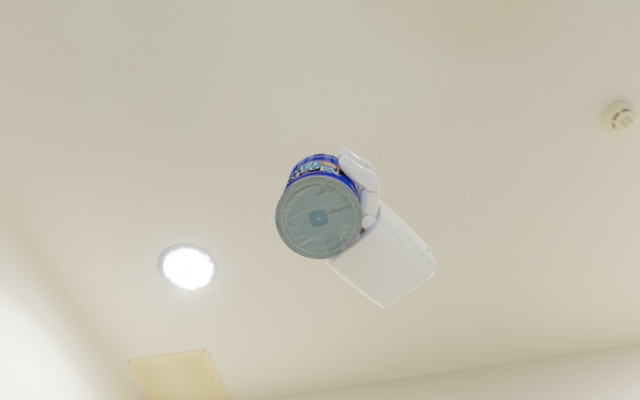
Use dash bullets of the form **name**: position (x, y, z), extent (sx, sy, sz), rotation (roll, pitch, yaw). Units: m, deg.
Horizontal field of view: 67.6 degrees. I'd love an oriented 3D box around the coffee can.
- **coffee can**: position (0.000, 0.002, 0.625), extent (0.103, 0.103, 0.140), rotation (0, 17, 2)
